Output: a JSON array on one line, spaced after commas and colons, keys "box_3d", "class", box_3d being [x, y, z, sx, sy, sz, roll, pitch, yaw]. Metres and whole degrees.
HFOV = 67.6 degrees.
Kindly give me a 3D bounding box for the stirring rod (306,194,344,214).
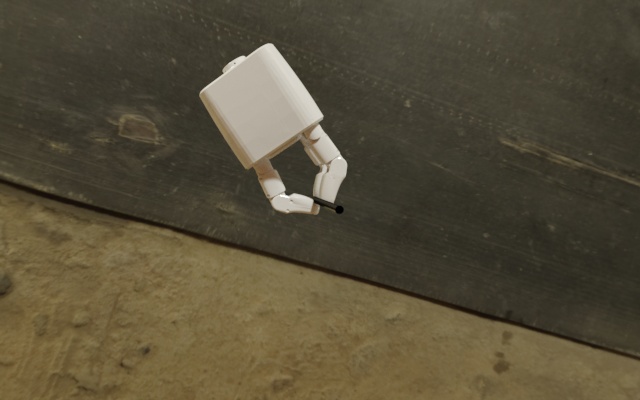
[{"box_3d": [0.000, 0.002, 0.555, 0.011, 0.011, 0.239, 0, 3, -8], "class": "stirring rod"}]
